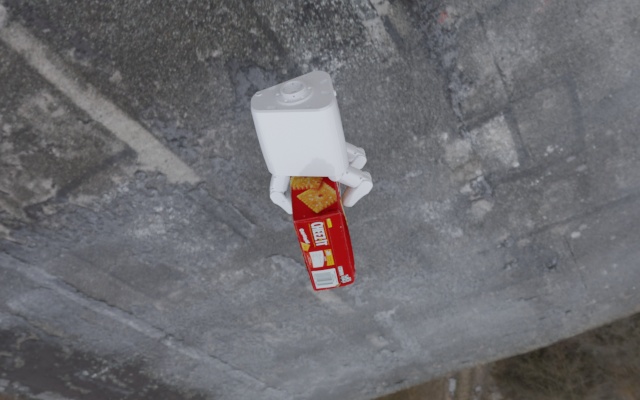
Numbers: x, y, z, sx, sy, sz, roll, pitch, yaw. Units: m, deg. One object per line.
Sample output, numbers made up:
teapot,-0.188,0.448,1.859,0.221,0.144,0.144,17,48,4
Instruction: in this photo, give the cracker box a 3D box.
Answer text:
cracker box,0.000,0.003,0.731,0.072,0.213,0.164,-10,-45,3
